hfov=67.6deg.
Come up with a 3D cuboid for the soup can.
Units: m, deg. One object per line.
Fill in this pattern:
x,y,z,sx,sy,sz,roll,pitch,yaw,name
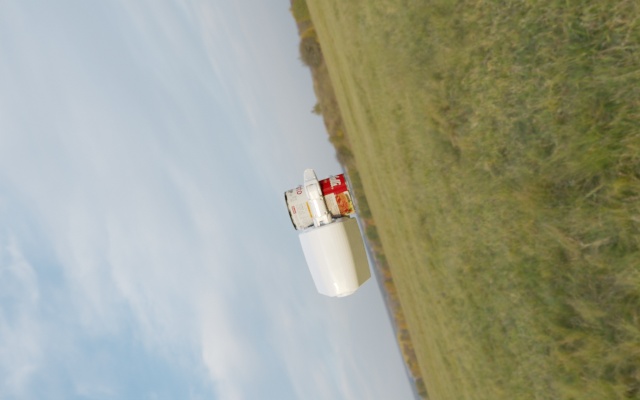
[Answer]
0.000,0.002,0.765,0.102,0.068,0.068,-17,-1,3,soup can
